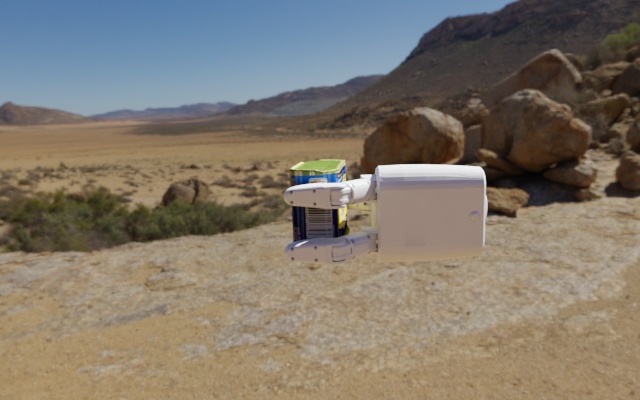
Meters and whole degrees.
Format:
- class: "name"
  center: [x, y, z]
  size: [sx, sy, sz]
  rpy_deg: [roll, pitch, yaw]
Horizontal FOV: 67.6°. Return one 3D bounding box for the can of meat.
- class: "can of meat"
  center: [0.000, 0.001, 0.518]
  size: [0.057, 0.084, 0.102]
  rpy_deg: [-1, 11, 8]
